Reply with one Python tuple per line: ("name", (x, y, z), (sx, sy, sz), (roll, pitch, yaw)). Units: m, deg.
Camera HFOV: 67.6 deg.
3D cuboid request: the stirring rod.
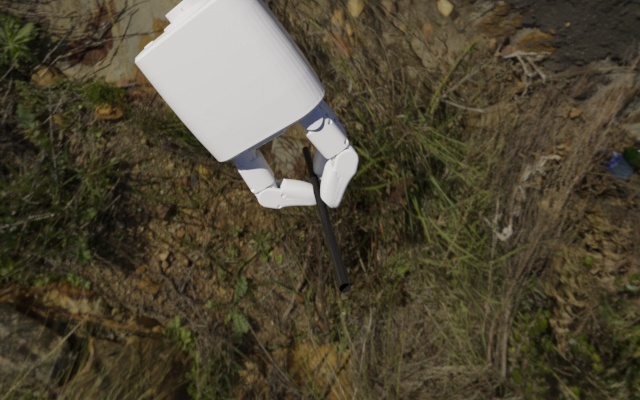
("stirring rod", (0.000, 0.001, 0.424), (0.011, 0.011, 0.239), (0, 28, -9))
